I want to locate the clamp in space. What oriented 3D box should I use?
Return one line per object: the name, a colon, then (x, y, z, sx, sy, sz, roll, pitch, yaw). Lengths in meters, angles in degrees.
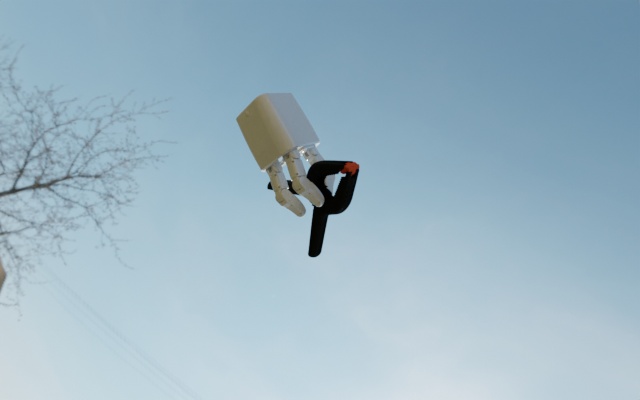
clamp: (0.001, 0.002, 0.820, 0.036, 0.164, 0.210, -26, -4, -43)
